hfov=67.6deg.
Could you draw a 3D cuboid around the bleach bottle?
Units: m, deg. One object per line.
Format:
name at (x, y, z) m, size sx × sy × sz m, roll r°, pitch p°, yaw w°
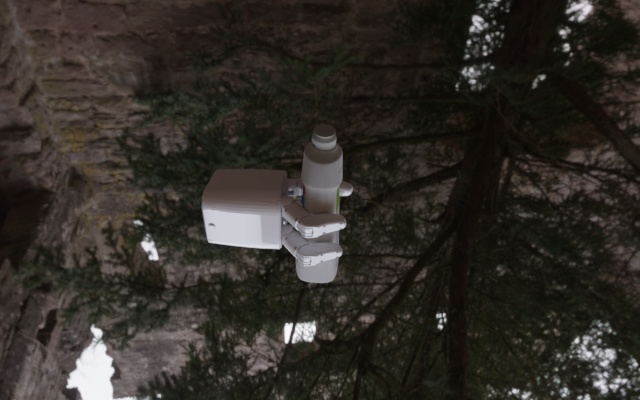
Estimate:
bleach bottle at (0.000, 0.002, 0.679) m, size 0.068 × 0.251 × 0.102 m, roll 3°, pitch 41°, yaw 0°
